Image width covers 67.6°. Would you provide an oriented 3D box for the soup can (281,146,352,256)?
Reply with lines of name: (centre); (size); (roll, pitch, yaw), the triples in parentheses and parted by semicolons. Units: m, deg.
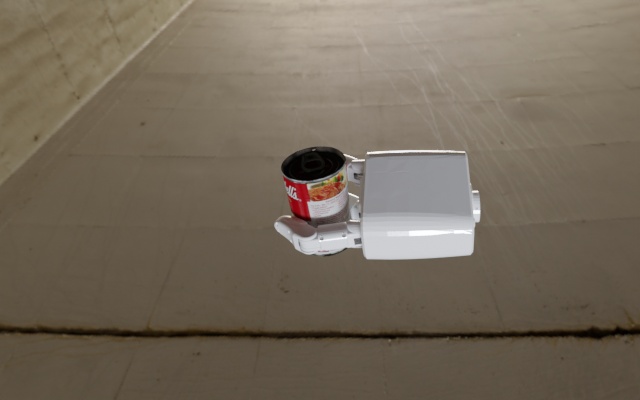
soup can: (0.000, 0.002, 0.520); (0.068, 0.102, 0.068); (-7, 35, 5)
